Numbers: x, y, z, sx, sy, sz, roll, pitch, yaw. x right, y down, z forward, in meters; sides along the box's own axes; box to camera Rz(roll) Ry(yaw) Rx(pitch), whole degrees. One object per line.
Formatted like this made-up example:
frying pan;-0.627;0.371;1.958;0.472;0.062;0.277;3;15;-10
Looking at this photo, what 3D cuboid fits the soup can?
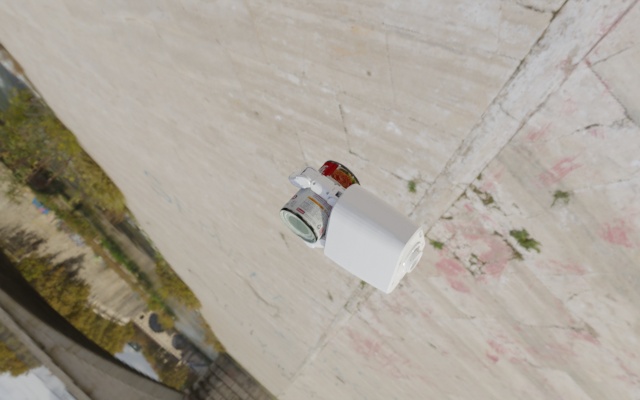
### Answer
soup can;0.000;0.002;0.667;0.102;0.068;0.068;-48;23;-23
